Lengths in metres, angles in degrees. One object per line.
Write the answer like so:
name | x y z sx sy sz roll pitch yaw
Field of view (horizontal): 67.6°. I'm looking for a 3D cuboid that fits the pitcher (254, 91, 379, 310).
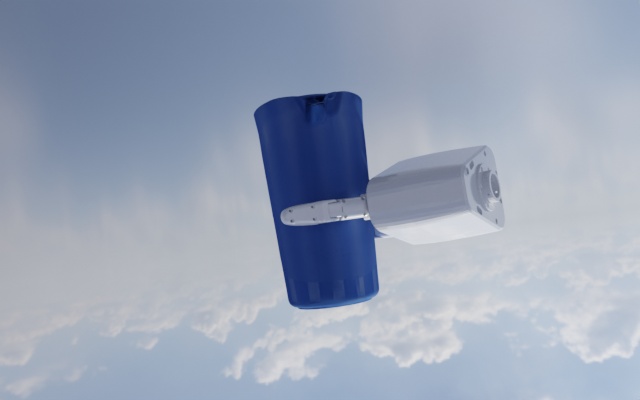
pitcher | 0.000 0.002 0.583 0.145 0.243 0.149 -12 -7 37
